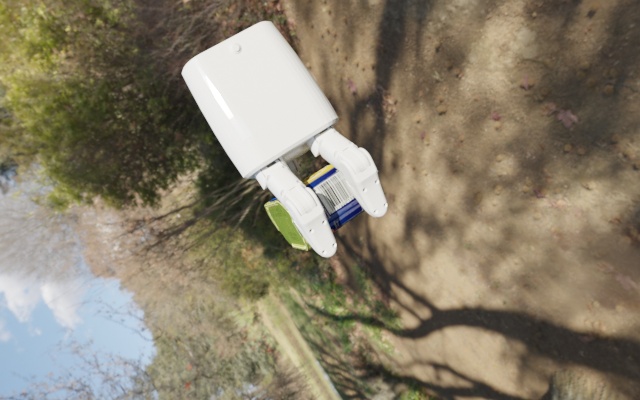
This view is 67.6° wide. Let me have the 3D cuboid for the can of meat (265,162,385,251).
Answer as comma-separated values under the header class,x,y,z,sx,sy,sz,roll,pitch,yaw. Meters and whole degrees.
class,x,y,z,sx,sy,sz,roll,pitch,yaw
can of meat,0.000,0.002,0.450,0.084,0.057,0.102,-33,5,-14
